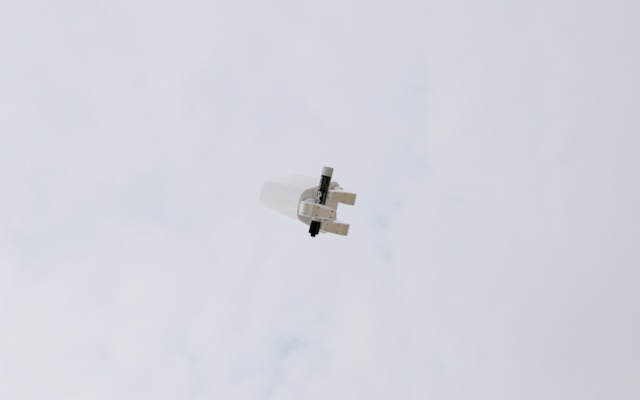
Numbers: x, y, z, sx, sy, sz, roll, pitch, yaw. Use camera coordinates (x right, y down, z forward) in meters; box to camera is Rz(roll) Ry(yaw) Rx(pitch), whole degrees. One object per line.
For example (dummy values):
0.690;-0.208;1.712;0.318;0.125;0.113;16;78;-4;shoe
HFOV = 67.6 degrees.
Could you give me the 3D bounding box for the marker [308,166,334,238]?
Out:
0.000;0.003;0.802;0.020;0.121;0.020;13;4;-1;marker
